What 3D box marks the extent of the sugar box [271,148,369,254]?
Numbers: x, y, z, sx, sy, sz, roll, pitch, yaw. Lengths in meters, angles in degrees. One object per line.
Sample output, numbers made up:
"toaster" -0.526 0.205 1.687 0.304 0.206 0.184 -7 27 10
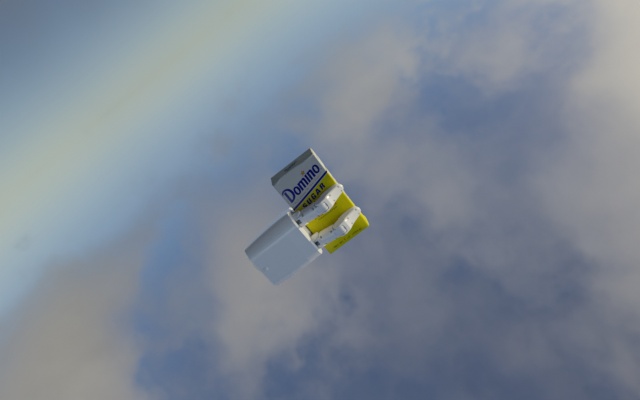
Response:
"sugar box" 0.000 0.003 0.862 0.093 0.176 0.048 -38 23 6
